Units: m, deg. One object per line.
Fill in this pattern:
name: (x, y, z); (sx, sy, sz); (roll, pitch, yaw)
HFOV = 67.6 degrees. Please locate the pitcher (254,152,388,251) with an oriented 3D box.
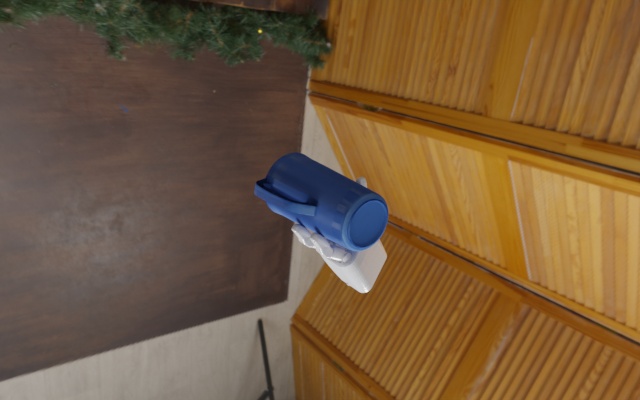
pitcher: (0.000, 0.003, 0.893); (0.242, 0.149, 0.145); (27, -24, 47)
